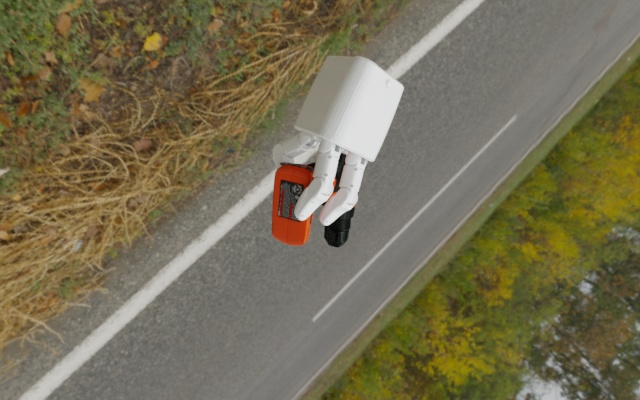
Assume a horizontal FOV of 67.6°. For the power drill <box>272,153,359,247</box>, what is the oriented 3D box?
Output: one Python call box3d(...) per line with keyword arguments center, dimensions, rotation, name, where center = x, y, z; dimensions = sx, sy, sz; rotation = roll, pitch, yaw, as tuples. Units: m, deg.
box3d(center=(0.000, 0.002, 0.694), dimensions=(0.057, 0.184, 0.187), rotation=(11, 18, 24), name="power drill")
